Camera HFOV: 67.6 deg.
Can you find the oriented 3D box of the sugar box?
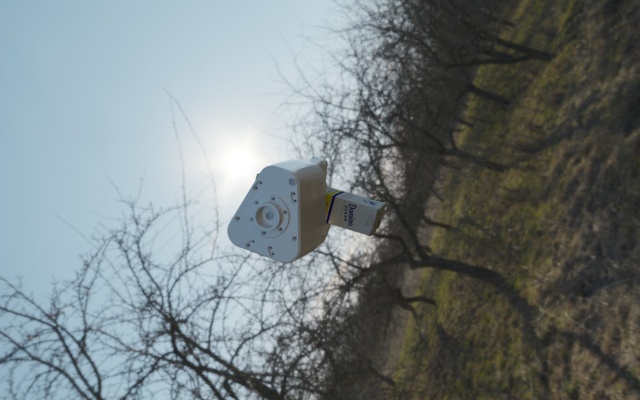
[{"bbox_3d":[0.000,0.003,0.681,0.176,0.048,0.093,19,9,12],"label":"sugar box"}]
